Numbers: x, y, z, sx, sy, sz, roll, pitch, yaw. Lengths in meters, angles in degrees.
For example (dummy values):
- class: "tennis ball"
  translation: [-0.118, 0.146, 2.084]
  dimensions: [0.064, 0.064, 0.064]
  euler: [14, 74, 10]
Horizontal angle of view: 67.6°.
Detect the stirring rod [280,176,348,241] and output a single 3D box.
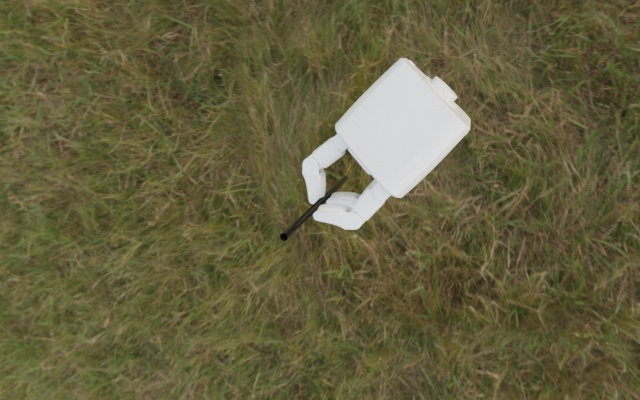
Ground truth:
- class: "stirring rod"
  translation: [0.000, 0.002, 0.569]
  dimensions: [0.011, 0.011, 0.239]
  euler: [0, 16, 18]
